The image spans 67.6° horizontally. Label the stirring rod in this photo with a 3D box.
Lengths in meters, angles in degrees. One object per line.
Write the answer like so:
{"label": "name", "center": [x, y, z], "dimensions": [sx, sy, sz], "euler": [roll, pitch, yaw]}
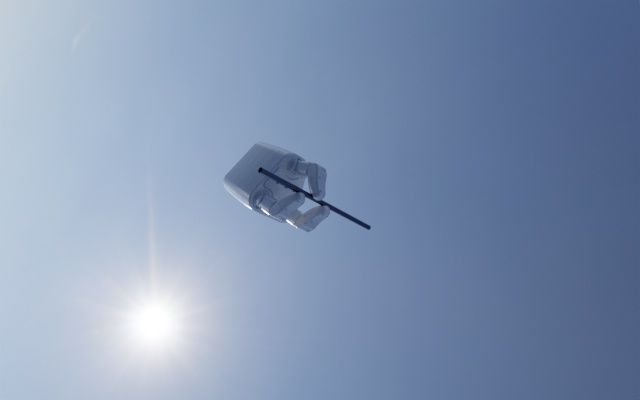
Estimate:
{"label": "stirring rod", "center": [0.000, 0.002, 0.712], "dimensions": [0.011, 0.011, 0.239], "euler": [0, -21, 45]}
